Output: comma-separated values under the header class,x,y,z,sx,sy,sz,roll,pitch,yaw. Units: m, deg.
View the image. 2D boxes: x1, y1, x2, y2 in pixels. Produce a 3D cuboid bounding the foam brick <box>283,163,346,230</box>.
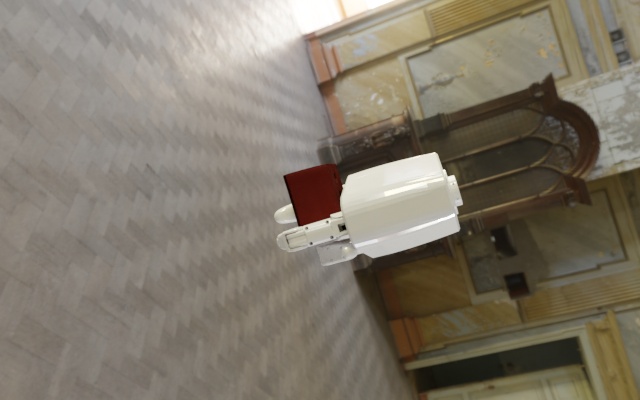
class,x,y,z,sx,sy,sz,roll,pitch,yaw
foam brick,0.000,0.001,0.527,0.051,0.078,0.053,-17,0,14
